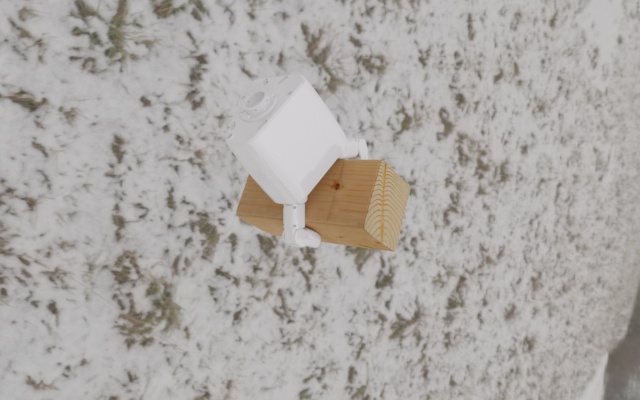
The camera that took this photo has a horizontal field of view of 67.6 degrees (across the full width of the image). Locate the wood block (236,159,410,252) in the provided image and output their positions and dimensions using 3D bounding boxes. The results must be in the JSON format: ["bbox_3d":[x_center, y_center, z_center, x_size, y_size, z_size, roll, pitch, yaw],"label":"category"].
[{"bbox_3d":[0.000,0.002,0.638,0.206,0.090,0.090,4,-20,36],"label":"wood block"}]
